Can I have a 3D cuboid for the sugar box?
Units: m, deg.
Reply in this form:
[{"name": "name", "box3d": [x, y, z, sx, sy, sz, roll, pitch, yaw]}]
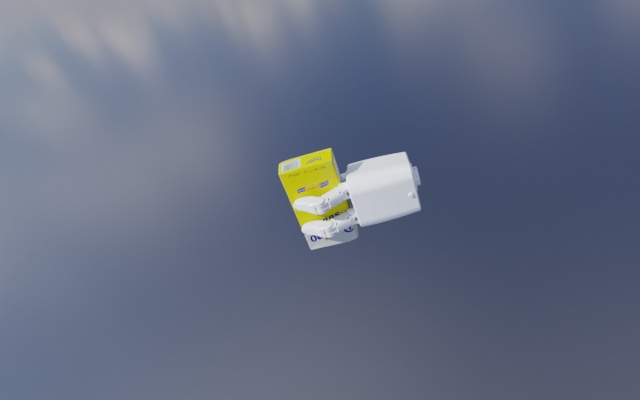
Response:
[{"name": "sugar box", "box3d": [0.000, 0.003, 0.822, 0.093, 0.176, 0.048, -15, 34, 10]}]
